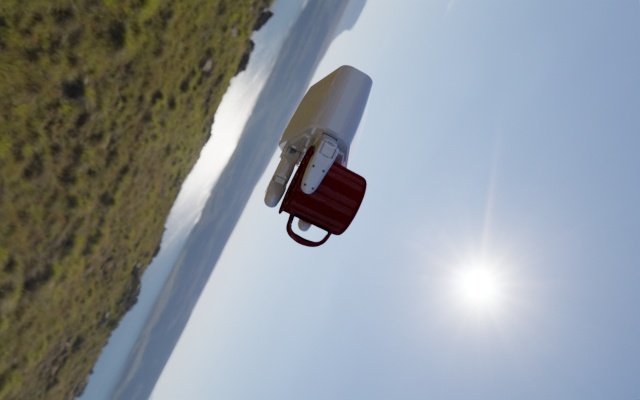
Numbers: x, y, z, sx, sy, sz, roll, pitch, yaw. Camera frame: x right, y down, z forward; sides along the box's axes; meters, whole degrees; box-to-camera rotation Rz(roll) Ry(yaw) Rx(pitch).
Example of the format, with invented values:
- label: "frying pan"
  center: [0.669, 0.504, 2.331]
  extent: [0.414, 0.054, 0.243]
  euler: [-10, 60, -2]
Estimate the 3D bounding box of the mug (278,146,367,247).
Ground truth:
- label: "mug"
  center: [0.000, 0.003, 0.584]
  extent: [0.081, 0.117, 0.093]
  euler: [26, -23, -8]
